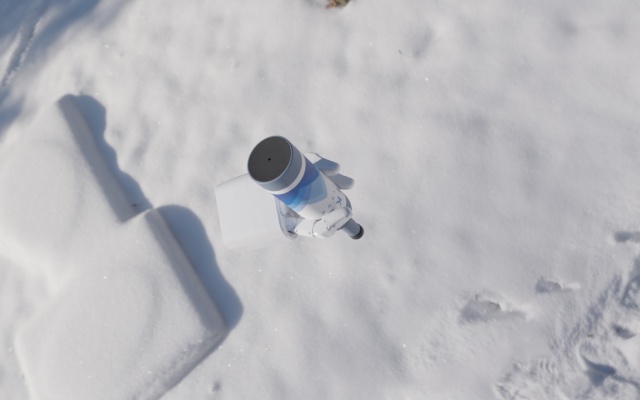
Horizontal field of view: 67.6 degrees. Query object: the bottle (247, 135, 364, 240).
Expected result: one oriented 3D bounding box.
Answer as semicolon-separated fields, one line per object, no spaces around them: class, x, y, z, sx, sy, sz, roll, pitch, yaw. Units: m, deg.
bottle;0.000;0.002;0.708;0.069;0.069;0.296;0;-21;27
